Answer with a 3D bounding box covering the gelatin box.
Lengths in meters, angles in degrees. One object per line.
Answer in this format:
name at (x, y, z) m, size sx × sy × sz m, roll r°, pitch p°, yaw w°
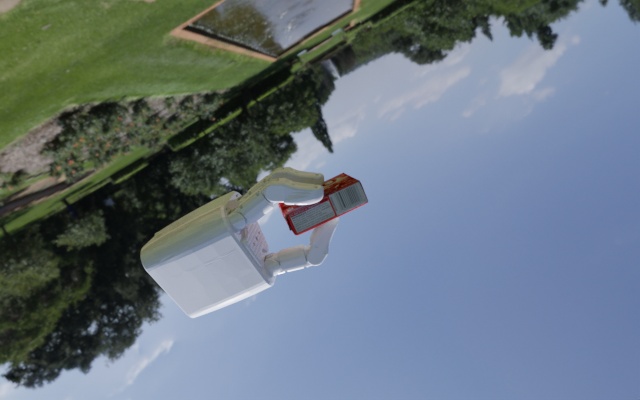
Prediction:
gelatin box at (0.001, 0.002, 0.533) m, size 0.089 × 0.030 × 0.073 m, roll -25°, pitch 13°, yaw -5°
